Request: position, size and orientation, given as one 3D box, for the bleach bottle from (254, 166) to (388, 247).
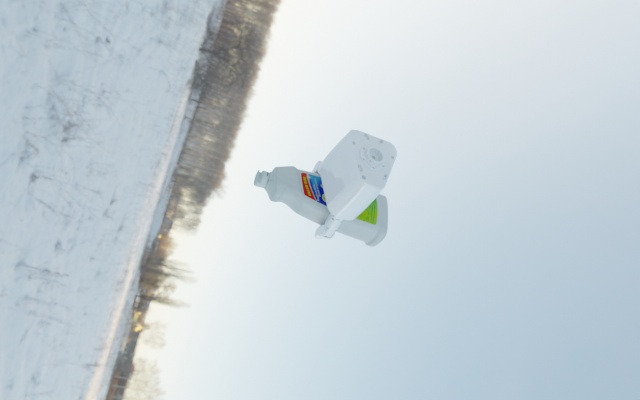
[{"bbox_3d":[0.000,0.003,0.871,0.251,0.102,0.068,18,-35,-18],"label":"bleach bottle"}]
